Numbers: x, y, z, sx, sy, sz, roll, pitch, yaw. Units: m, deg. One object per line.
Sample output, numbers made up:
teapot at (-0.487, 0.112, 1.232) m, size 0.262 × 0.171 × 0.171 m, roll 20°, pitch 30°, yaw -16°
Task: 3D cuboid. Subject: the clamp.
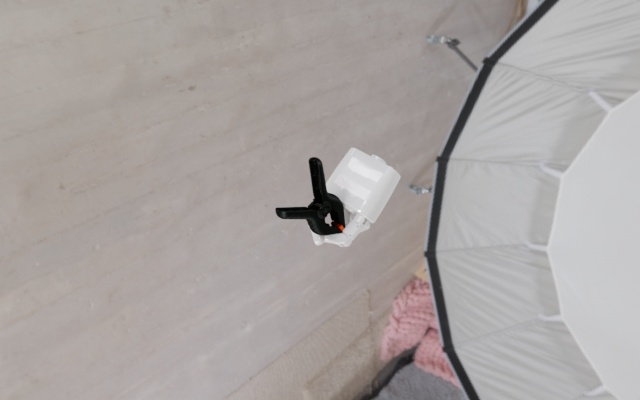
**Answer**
clamp at (0.001, 0.003, 0.852) m, size 0.039 × 0.120 × 0.171 m, roll 31°, pitch -2°, yaw 40°
